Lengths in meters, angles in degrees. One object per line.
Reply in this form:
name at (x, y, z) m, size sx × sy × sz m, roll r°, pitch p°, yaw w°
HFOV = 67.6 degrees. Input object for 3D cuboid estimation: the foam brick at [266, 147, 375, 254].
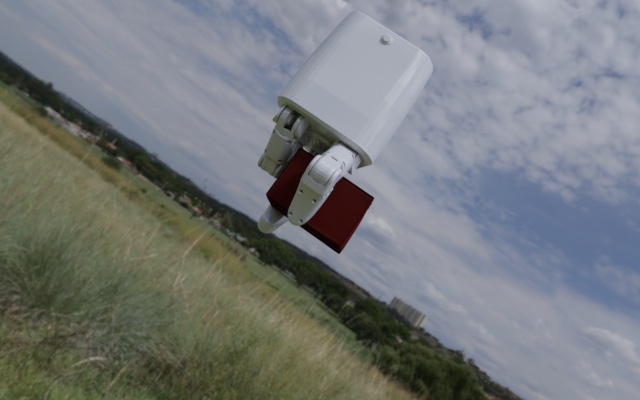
foam brick at (0.000, 0.002, 0.413) m, size 0.078 × 0.051 × 0.053 m, roll 35°, pitch -10°, yaw 7°
